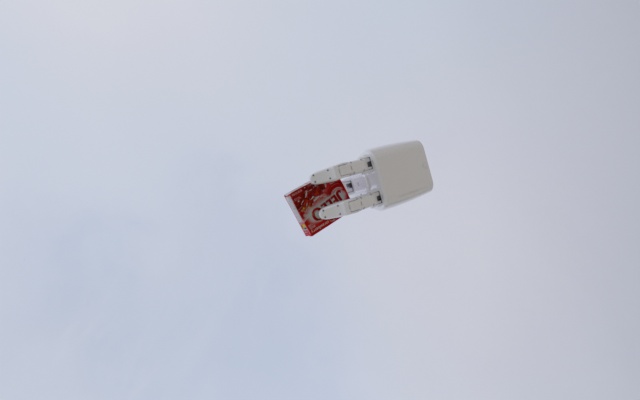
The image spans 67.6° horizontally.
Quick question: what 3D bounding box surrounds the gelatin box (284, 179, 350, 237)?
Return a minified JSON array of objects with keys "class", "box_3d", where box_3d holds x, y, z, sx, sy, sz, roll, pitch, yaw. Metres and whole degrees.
[{"class":"gelatin box","box_3d":[0.000,0.003,0.732,0.089,0.073,0.030,-31,9,-23]}]
